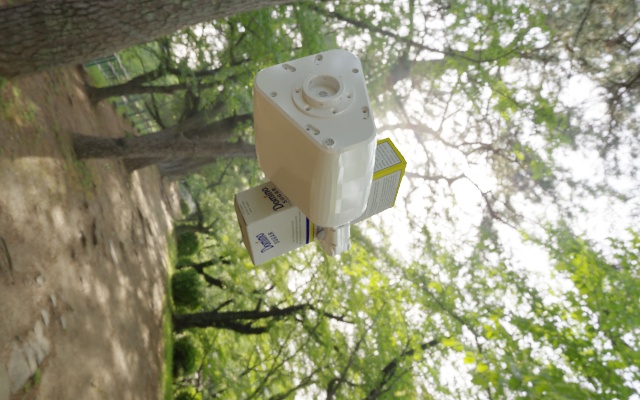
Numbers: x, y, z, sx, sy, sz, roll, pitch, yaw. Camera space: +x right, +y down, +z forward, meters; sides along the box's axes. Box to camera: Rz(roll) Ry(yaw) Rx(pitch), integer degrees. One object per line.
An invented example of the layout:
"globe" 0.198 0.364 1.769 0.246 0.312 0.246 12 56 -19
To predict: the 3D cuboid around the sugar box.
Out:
"sugar box" 0.000 0.001 0.506 0.176 0.048 0.093 -19 -30 -14
